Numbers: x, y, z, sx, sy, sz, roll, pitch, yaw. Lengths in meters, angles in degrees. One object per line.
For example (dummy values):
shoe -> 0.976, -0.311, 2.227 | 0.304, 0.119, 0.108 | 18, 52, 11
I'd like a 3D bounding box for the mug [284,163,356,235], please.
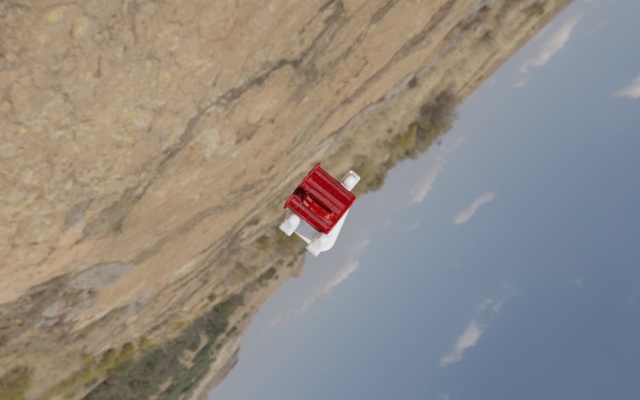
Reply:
mug -> 0.000, 0.003, 0.743 | 0.081, 0.093, 0.117 | 39, 8, 2
